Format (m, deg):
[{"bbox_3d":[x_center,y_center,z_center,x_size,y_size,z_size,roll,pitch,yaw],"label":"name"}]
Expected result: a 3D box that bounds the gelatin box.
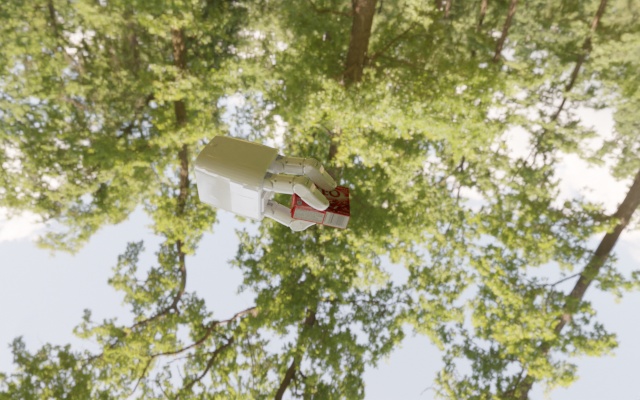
[{"bbox_3d":[0.000,0.003,0.740,0.089,0.030,0.073,12,37,-8],"label":"gelatin box"}]
